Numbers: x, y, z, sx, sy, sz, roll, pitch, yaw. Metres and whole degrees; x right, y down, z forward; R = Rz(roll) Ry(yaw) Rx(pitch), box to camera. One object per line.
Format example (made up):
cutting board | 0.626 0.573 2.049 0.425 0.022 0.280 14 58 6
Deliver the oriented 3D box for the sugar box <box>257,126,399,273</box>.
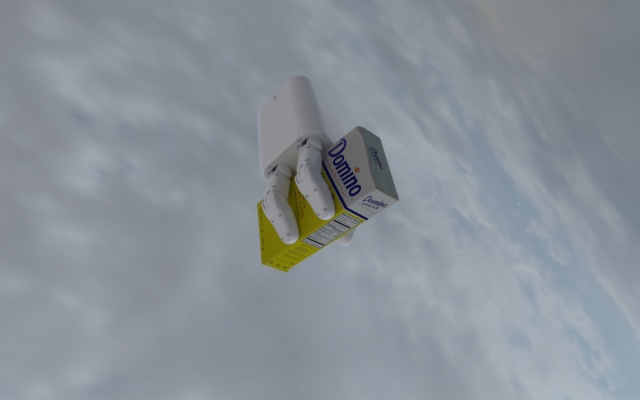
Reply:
sugar box | 0.000 0.002 0.546 0.048 0.093 0.176 24 -49 -38
